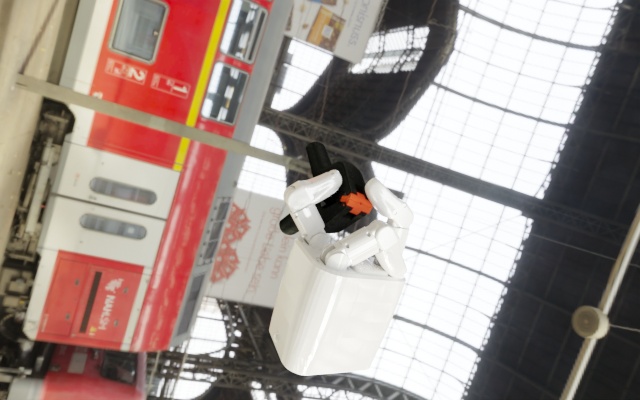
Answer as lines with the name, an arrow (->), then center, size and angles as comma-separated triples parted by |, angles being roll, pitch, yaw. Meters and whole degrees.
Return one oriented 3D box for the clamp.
clamp -> 0.001, 0.002, 0.535 | 0.039, 0.120, 0.171 | 14, 10, -22
